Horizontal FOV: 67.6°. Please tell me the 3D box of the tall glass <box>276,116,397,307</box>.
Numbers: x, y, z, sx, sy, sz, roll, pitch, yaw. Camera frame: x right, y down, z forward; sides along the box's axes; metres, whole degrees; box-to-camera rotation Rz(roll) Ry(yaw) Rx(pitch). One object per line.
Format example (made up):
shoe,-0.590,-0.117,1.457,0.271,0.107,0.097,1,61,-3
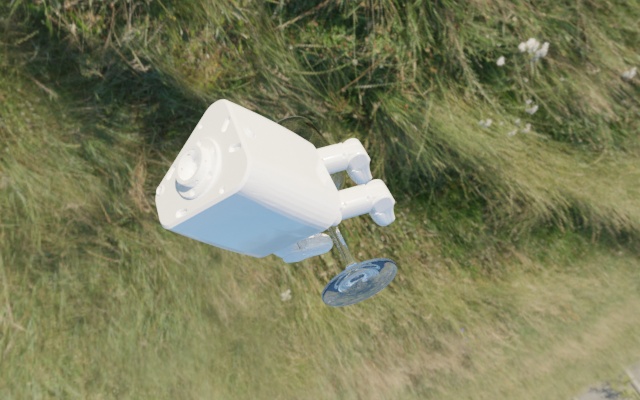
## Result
tall glass,0.000,0.002,0.486,0.079,0.201,0.079,-17,-36,-13
